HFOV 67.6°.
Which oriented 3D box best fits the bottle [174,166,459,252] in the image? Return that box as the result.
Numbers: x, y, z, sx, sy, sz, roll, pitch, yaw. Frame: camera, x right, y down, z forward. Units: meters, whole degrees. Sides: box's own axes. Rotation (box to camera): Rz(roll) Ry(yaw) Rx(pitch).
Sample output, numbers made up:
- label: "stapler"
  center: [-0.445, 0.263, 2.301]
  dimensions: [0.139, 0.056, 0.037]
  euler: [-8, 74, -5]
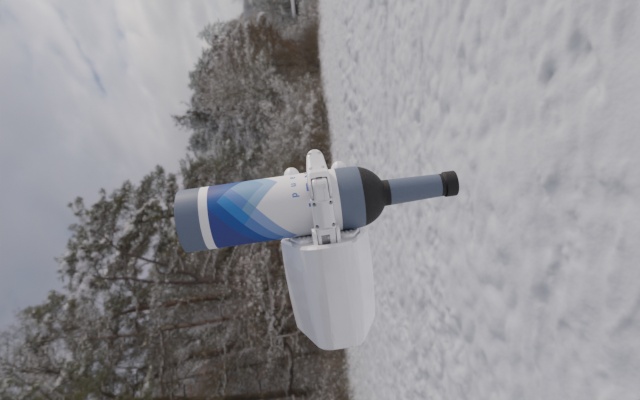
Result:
- label: "bottle"
  center: [0.000, 0.002, 0.511]
  dimensions: [0.296, 0.069, 0.069]
  euler: [-8, 0, -2]
